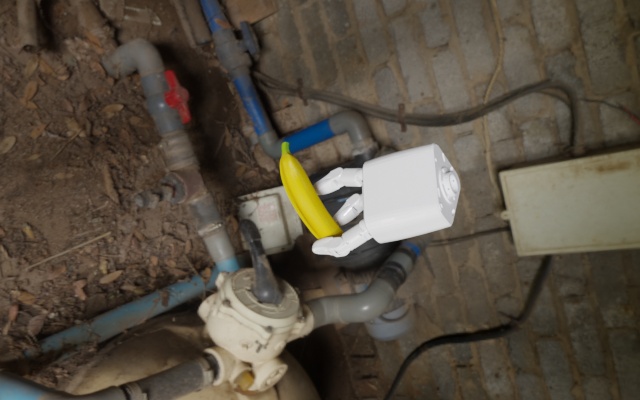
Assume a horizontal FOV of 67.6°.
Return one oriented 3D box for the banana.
[{"bbox_3d":[-0.008,0.008,0.698,0.037,0.198,0.069,-19,19,31],"label":"banana"}]
